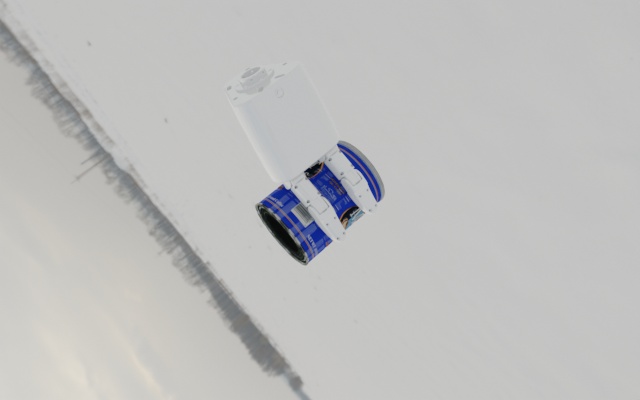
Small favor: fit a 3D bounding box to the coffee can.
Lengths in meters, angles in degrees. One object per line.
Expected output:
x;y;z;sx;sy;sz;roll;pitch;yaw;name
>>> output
0.000;0.002;0.632;0.140;0.103;0.103;-40;13;-17;coffee can
